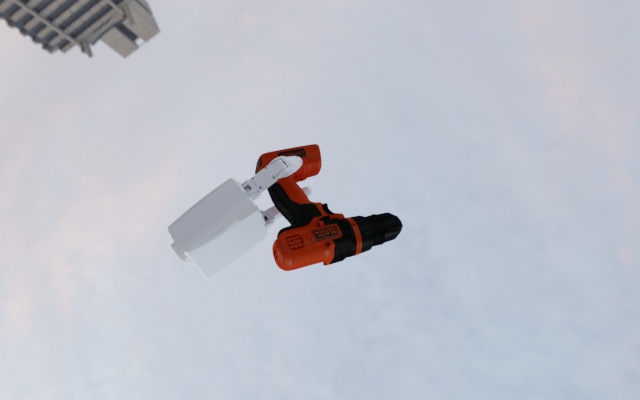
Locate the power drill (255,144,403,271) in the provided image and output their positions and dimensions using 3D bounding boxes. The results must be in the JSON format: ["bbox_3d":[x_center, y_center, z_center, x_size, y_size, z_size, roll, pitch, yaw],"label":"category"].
[{"bbox_3d":[0.000,0.002,0.669,0.184,0.187,0.057,-12,-40,-23],"label":"power drill"}]
